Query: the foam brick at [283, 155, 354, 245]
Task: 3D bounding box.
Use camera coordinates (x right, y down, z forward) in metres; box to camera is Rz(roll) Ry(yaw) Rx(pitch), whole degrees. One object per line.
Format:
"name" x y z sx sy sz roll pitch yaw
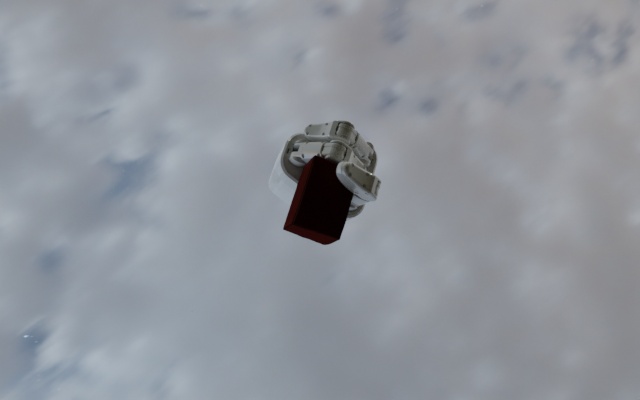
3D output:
"foam brick" 0.000 0.002 0.504 0.053 0.078 0.051 21 -17 -11
